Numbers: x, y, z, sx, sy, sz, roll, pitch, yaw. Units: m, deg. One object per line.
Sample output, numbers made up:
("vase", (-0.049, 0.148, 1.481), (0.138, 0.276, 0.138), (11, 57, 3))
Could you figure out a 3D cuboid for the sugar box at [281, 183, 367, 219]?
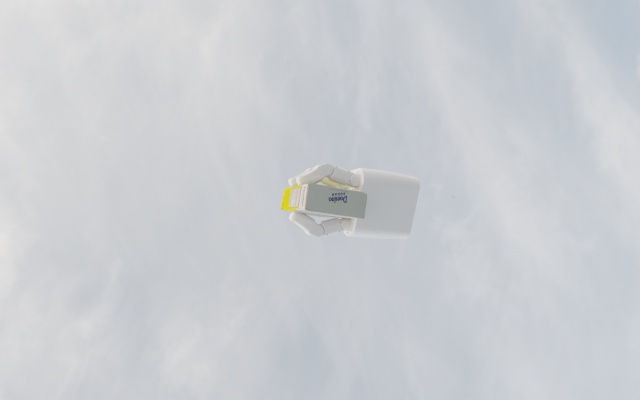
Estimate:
("sugar box", (0.000, 0.002, 0.761), (0.093, 0.048, 0.176), (9, -6, -16))
